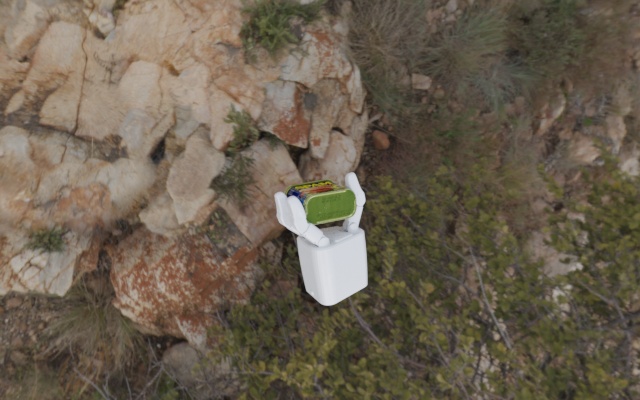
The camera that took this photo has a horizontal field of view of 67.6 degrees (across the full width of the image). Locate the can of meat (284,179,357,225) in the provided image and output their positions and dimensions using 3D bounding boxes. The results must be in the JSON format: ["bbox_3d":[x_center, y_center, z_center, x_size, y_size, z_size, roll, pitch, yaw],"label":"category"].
[{"bbox_3d":[0.000,0.003,0.815,0.102,0.057,0.084,-10,16,-24],"label":"can of meat"}]
